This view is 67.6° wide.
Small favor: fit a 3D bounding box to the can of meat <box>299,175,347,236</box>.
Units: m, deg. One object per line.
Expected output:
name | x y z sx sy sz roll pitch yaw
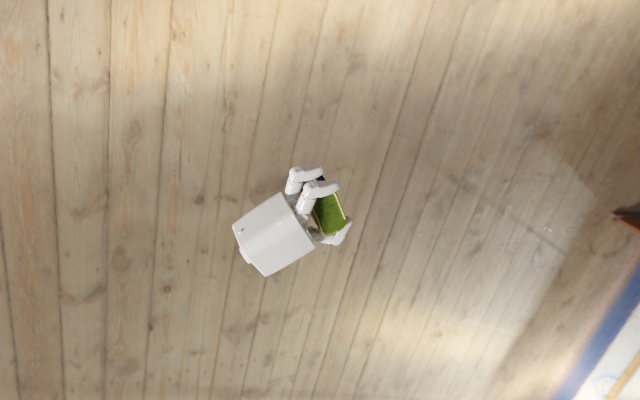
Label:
can of meat | 0.000 0.003 0.856 0.057 0.102 0.084 -28 38 -5
